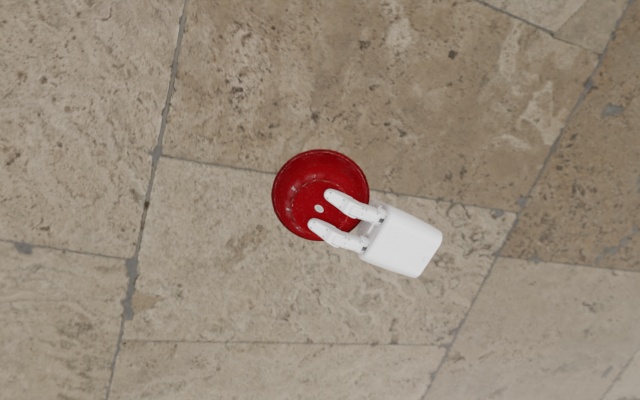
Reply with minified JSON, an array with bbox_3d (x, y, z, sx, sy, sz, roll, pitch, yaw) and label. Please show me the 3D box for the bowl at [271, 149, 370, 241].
[{"bbox_3d":[-0.001,0.002,0.759,0.162,0.162,0.055,0,21,0],"label":"bowl"}]
